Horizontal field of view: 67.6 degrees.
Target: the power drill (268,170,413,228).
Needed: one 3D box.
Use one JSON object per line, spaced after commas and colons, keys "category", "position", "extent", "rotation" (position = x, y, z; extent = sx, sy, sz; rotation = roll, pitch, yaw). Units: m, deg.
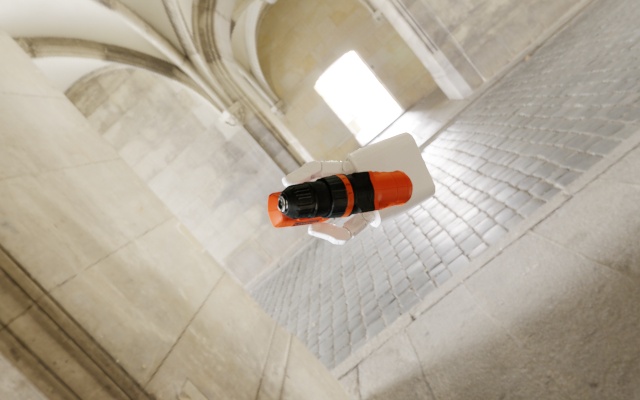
{"category": "power drill", "position": [0.000, 0.002, 0.634], "extent": [0.184, 0.057, 0.187], "rotation": [-6, -2, -30]}
